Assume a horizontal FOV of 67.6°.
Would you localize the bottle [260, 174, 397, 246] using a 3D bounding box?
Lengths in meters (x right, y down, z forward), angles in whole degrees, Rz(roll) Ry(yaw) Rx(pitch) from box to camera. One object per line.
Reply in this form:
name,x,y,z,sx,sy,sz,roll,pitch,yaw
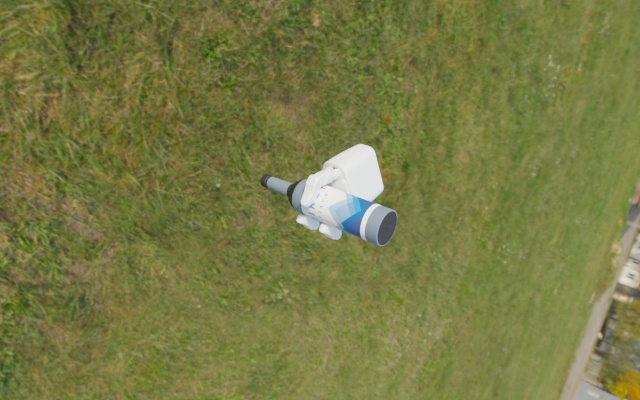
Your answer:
bottle,0.000,0.003,0.896,0.295,0.069,0.069,21,12,34
